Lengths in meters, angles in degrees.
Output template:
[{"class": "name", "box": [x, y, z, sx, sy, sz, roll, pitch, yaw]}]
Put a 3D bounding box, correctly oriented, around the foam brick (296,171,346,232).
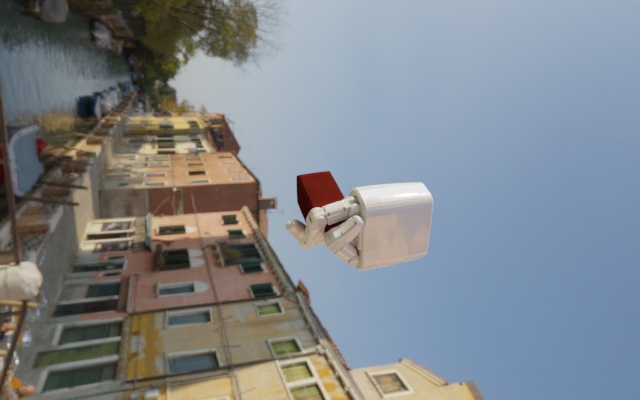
[{"class": "foam brick", "box": [0.000, 0.002, 0.692, 0.051, 0.053, 0.078, -11, 44, -15]}]
